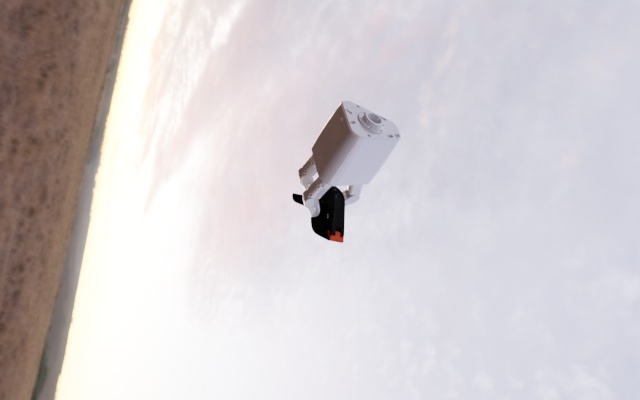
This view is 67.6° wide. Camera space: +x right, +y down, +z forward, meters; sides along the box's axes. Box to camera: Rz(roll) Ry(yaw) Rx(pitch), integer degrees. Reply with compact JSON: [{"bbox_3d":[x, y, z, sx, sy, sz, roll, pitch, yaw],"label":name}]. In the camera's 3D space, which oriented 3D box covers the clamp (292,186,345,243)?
[{"bbox_3d":[0.001,0.003,0.880,0.036,0.209,0.165,12,-46,-26],"label":"clamp"}]
